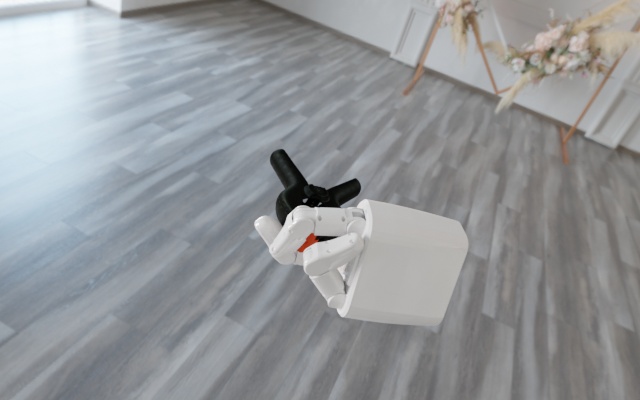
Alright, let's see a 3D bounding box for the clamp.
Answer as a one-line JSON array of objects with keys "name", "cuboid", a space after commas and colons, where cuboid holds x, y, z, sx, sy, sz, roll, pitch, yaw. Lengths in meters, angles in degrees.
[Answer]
[{"name": "clamp", "cuboid": [0.000, 0.001, 0.545, 0.120, 0.039, 0.171, 11, 34, -13]}]
